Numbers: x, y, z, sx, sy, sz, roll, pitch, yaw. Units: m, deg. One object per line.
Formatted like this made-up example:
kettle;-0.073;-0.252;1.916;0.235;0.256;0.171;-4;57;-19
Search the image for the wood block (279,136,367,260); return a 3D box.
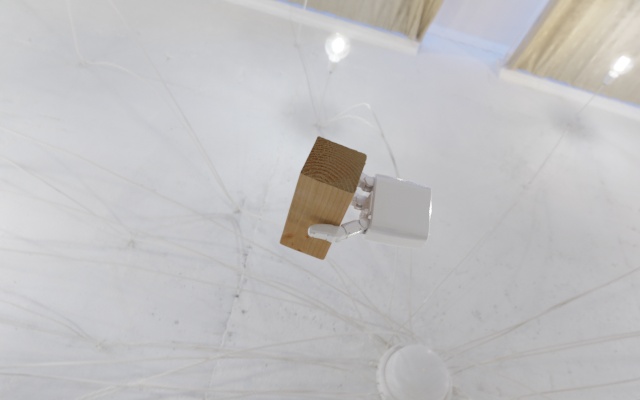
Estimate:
wood block;0.000;0.003;0.819;0.090;0.090;0.206;21;-39;1
